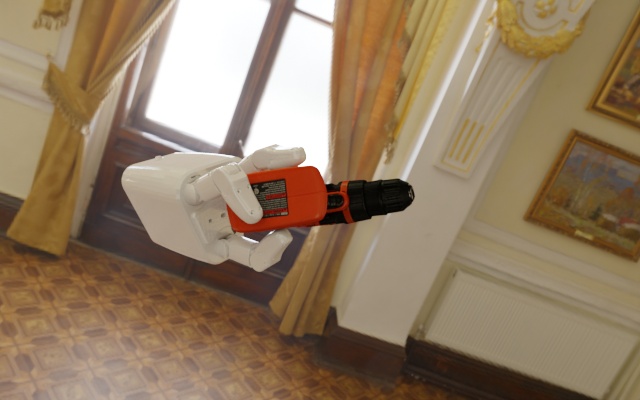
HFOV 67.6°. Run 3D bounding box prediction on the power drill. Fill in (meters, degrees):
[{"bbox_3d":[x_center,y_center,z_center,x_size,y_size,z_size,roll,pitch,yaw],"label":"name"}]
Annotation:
[{"bbox_3d":[0.000,0.002,0.524,0.184,0.057,0.187,-10,-7,19],"label":"power drill"}]
